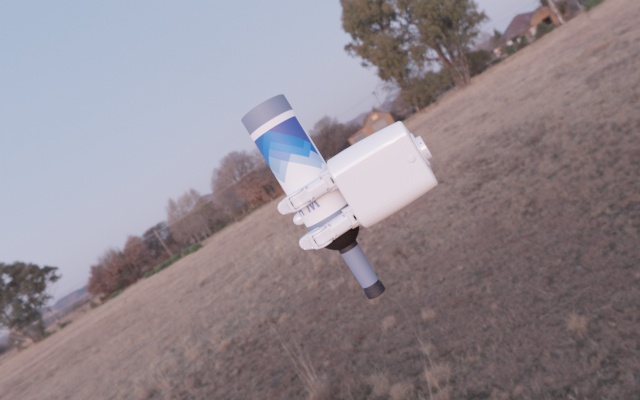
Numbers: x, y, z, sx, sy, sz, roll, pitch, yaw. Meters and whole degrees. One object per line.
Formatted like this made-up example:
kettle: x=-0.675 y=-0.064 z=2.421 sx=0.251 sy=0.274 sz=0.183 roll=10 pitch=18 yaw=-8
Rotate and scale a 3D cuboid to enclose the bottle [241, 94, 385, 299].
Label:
bottle: x=0.000 y=0.002 z=0.641 sx=0.069 sy=0.296 sz=0.069 roll=-31 pitch=4 yaw=2
